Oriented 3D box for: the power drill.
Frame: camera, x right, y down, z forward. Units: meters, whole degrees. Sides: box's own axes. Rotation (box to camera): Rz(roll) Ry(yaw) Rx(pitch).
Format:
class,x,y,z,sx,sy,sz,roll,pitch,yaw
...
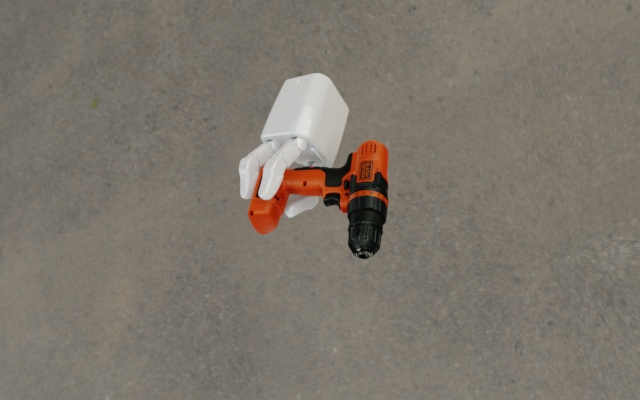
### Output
class,x,y,z,sx,sy,sz,roll,pitch,yaw
power drill,0.000,0.002,0.649,0.187,0.184,0.057,-4,-42,18
